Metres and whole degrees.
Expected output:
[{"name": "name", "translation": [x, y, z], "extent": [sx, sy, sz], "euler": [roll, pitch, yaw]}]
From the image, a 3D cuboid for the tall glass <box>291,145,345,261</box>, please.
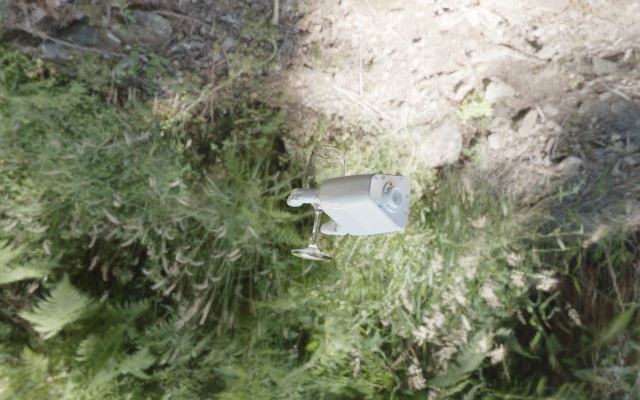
[{"name": "tall glass", "translation": [0.000, 0.003, 0.867], "extent": [0.079, 0.201, 0.079], "euler": [8, -16, 2]}]
